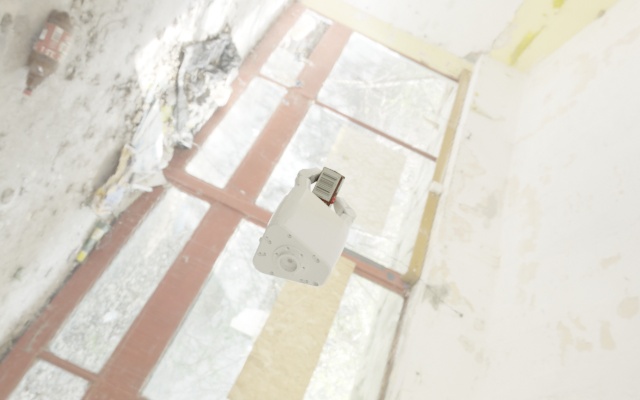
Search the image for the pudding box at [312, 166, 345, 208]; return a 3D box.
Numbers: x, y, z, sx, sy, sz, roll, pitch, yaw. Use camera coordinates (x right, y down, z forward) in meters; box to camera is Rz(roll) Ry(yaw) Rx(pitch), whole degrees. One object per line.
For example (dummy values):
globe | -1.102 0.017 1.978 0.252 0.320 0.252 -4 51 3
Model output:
pudding box | 0.000 0.003 0.783 0.039 0.113 0.090 28 4 3
